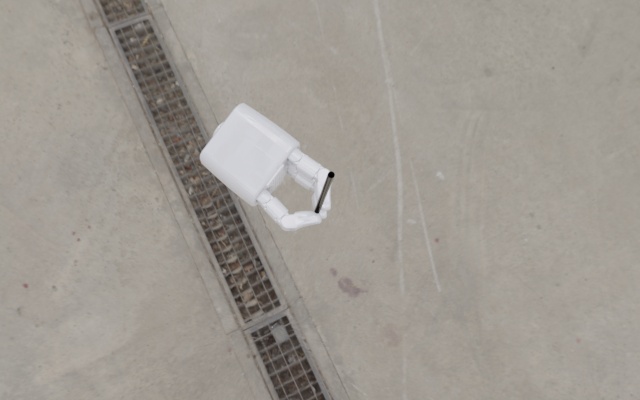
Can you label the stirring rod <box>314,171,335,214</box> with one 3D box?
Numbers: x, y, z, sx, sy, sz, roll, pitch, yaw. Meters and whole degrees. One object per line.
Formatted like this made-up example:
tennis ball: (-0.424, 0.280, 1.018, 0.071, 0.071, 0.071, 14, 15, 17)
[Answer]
stirring rod: (0.000, 0.002, 0.644, 0.011, 0.011, 0.239, 0, -15, -6)
